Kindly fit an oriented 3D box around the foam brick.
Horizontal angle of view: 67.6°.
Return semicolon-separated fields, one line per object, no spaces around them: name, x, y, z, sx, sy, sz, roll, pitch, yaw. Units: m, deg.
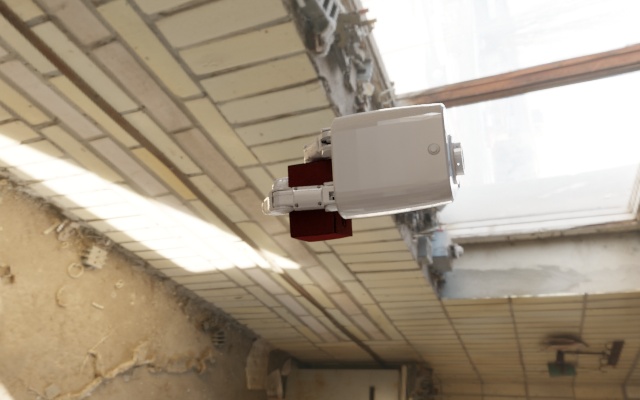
foam brick;0.000;0.002;0.499;0.051;0.078;0.053;-6;-10;20
